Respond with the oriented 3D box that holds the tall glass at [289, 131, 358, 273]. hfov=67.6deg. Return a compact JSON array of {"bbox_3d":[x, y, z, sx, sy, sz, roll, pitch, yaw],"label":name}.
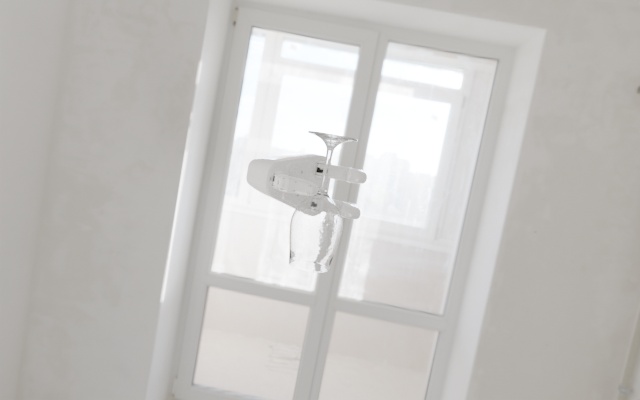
[{"bbox_3d":[0.000,0.002,0.710,0.079,0.201,0.079,10,5,-1],"label":"tall glass"}]
